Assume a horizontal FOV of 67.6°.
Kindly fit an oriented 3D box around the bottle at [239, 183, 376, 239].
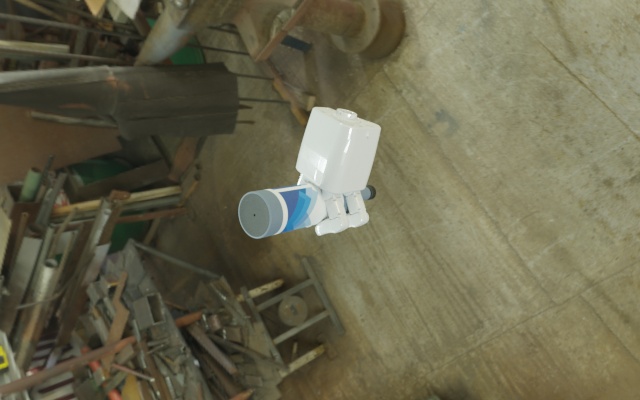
[{"bbox_3d":[0.000,0.003,0.777,0.069,0.069,0.295,0,7,39],"label":"bottle"}]
